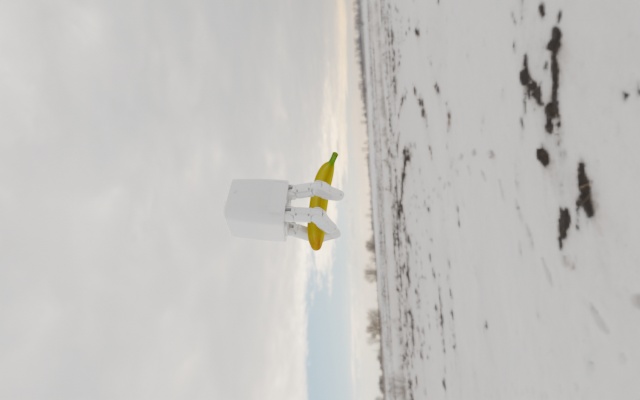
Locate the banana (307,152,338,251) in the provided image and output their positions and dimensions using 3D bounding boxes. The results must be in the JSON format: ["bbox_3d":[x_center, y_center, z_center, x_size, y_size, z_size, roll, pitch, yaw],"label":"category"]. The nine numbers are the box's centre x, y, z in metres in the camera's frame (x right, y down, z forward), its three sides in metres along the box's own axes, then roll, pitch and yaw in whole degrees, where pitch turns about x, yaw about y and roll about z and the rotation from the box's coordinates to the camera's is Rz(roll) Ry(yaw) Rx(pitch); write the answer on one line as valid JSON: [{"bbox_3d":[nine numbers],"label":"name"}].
[{"bbox_3d":[-0.002,0.006,0.904,0.037,0.197,0.070,11,-21,-4],"label":"banana"}]
